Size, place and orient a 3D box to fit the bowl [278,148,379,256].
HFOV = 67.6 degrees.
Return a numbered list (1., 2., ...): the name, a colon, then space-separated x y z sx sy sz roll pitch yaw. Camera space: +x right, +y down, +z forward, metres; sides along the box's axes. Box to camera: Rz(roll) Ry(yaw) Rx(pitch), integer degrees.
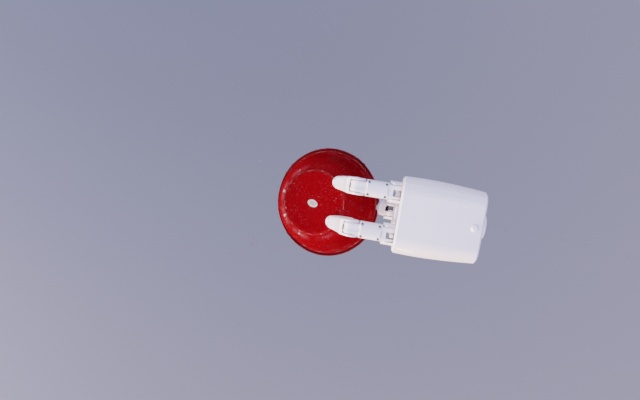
1. bowl: -0.001 0.002 0.692 0.162 0.162 0.055 0 0 21
